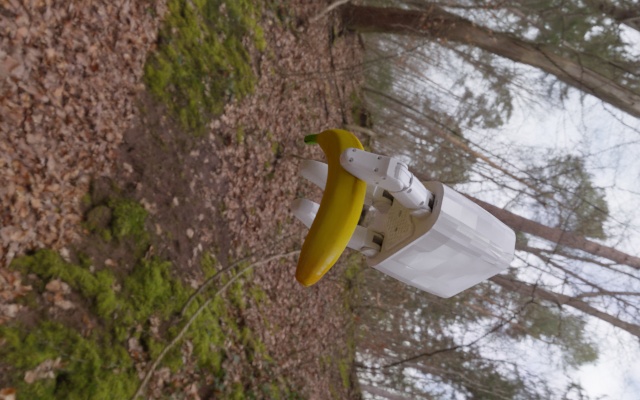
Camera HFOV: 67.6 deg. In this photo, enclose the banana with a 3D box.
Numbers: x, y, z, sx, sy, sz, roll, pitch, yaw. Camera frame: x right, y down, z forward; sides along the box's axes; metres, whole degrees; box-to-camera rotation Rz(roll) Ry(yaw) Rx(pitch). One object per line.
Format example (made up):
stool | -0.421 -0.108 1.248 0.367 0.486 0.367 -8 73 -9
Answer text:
banana | 0.013 -0.010 0.445 0.037 0.197 0.070 36 -55 -27
